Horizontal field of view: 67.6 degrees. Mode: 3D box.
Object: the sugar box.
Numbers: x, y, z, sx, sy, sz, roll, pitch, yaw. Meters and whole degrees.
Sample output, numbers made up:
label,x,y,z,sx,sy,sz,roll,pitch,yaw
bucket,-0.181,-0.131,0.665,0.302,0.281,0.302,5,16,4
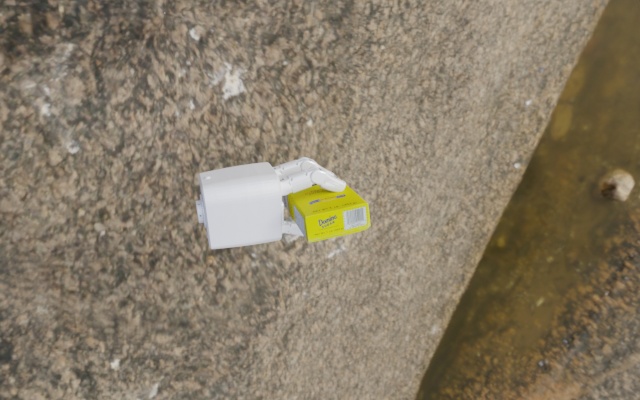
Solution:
label,x,y,z,sx,sy,sz,roll,pitch,yaw
sugar box,0.000,0.002,0.721,0.093,0.048,0.176,-12,24,-14
